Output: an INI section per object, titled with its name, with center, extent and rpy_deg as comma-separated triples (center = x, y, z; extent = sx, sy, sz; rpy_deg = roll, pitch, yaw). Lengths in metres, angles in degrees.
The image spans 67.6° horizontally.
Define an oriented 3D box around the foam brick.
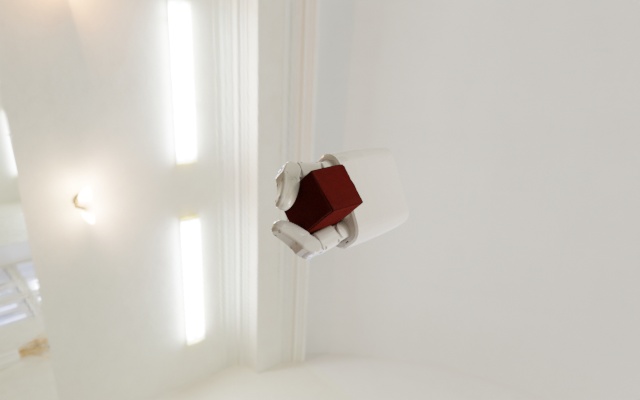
[foam brick]
center = 0.000, 0.002, 0.549
extent = 0.051, 0.053, 0.078
rpy_deg = -15, -18, -40
